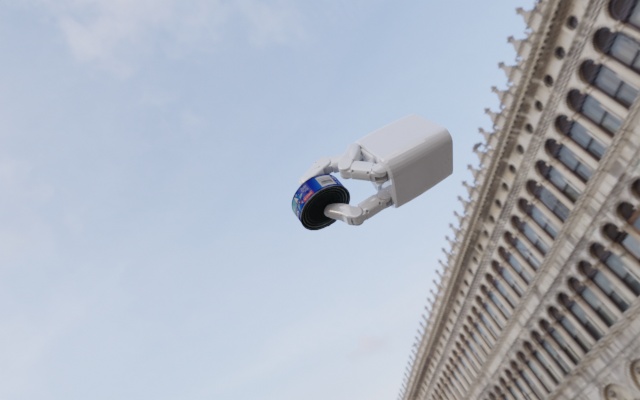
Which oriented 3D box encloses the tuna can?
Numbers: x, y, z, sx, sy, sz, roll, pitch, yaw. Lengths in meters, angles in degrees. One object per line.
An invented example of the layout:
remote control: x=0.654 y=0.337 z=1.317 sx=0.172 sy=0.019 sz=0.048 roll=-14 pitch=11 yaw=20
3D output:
tuna can: x=0.000 y=0.002 z=0.717 sx=0.086 sy=0.086 sz=0.033 roll=0 pitch=38 yaw=-40
